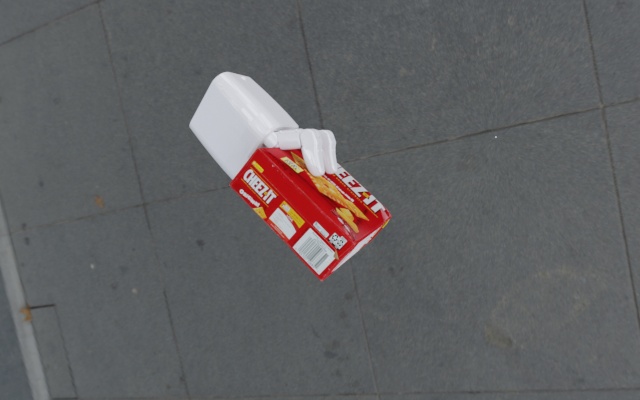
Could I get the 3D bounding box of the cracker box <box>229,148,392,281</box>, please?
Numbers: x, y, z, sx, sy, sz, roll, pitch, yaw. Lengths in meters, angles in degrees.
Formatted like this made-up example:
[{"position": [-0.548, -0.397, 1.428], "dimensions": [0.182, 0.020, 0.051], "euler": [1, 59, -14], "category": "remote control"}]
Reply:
[{"position": [0.000, 0.002, 0.649], "dimensions": [0.164, 0.072, 0.213], "euler": [45, 19, 9], "category": "cracker box"}]
